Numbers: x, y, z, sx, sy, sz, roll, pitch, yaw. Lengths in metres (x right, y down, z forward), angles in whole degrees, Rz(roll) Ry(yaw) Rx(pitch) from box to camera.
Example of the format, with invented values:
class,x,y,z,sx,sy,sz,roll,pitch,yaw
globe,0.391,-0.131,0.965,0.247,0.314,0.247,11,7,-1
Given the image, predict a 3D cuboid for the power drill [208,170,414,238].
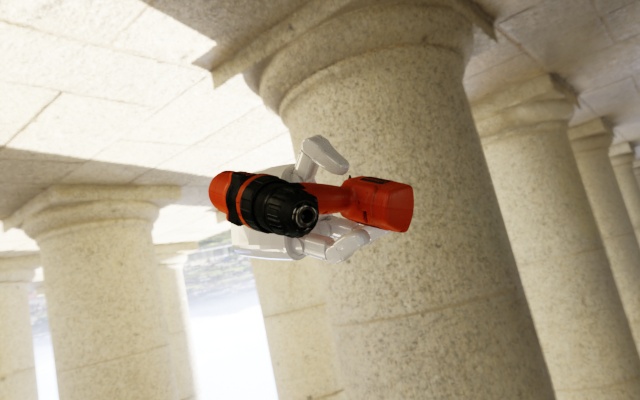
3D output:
class,x,y,z,sx,sy,sz,roll,pitch,yaw
power drill,0.000,0.002,0.478,0.187,0.057,0.184,4,7,-32
